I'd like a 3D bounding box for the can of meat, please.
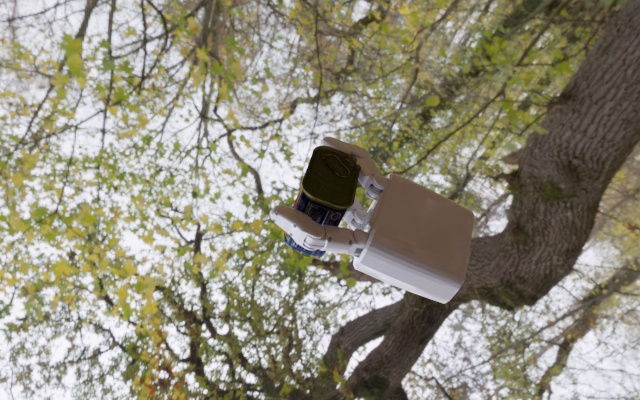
[{"bbox_3d":[0.000,0.002,0.535,0.057,0.084,0.102,21,37,-4],"label":"can of meat"}]
